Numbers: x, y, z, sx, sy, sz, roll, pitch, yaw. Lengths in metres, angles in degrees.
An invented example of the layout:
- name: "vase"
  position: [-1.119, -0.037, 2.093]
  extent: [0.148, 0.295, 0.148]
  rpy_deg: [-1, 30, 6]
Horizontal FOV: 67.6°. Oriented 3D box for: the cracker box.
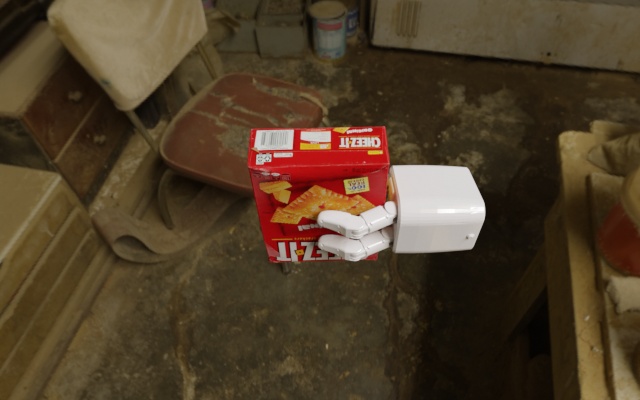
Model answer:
- name: "cracker box"
  position: [0.000, 0.002, 0.633]
  extent: [0.164, 0.072, 0.214]
  rpy_deg: [-1, -38, 1]
